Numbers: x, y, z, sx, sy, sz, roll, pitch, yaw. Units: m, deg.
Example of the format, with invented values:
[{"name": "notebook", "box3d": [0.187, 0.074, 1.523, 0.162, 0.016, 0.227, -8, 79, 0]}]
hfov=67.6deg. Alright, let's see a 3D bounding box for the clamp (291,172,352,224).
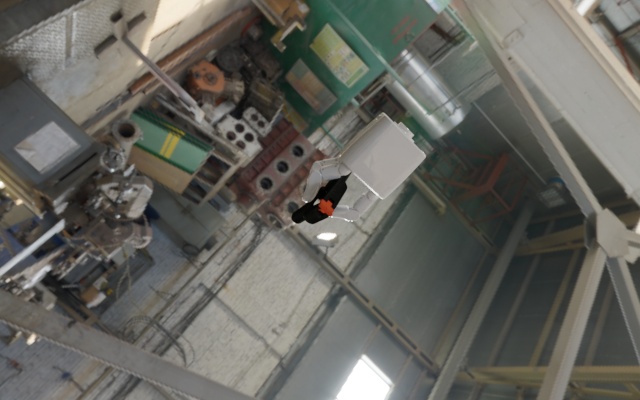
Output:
[{"name": "clamp", "box3d": [0.001, 0.003, 0.850, 0.036, 0.164, 0.210, 43, 12, -7]}]
